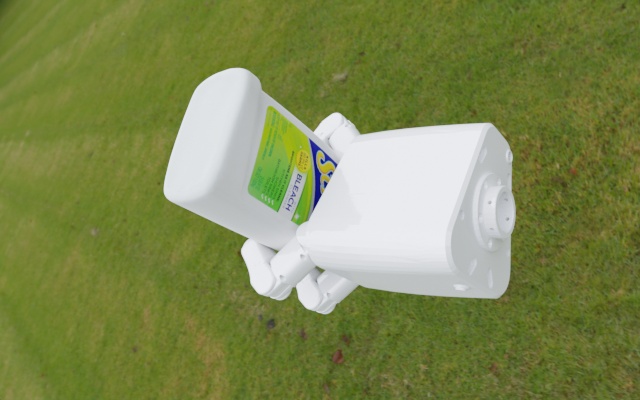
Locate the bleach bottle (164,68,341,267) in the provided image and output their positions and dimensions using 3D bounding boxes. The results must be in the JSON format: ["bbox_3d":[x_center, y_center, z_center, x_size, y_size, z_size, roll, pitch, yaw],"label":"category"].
[{"bbox_3d":[0.000,0.001,0.400,0.068,0.102,0.251,-2,-23,42],"label":"bleach bottle"}]
